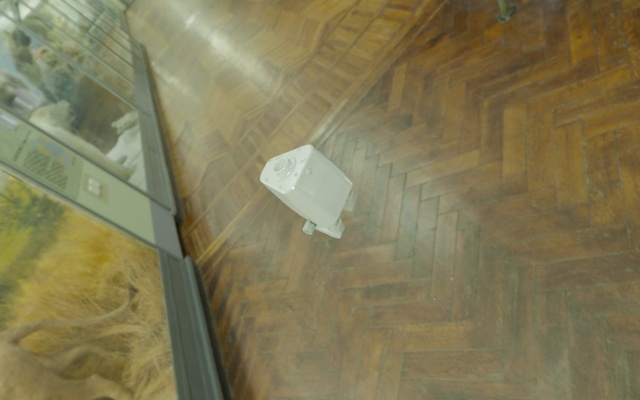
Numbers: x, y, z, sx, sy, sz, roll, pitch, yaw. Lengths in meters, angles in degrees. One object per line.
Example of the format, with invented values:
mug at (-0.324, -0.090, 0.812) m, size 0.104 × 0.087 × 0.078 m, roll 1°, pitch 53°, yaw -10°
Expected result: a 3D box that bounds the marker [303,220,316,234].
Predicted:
marker at (0.000, 0.003, 0.843) m, size 0.020 × 0.121 × 0.020 m, roll 21°, pitch -20°, yaw 8°
